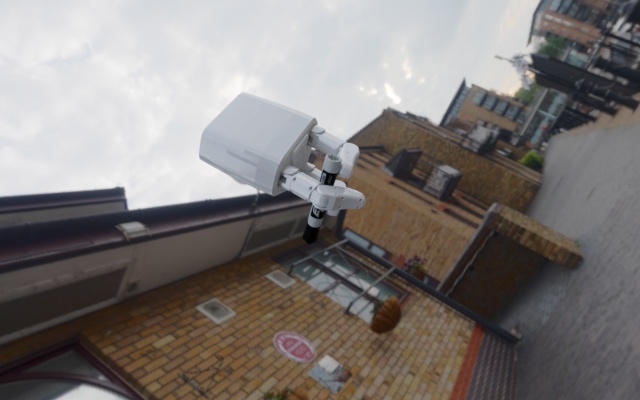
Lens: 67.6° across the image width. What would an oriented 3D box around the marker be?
[{"bbox_3d":[0.000,0.002,0.560,0.020,0.121,0.020,12,32,-8],"label":"marker"}]
